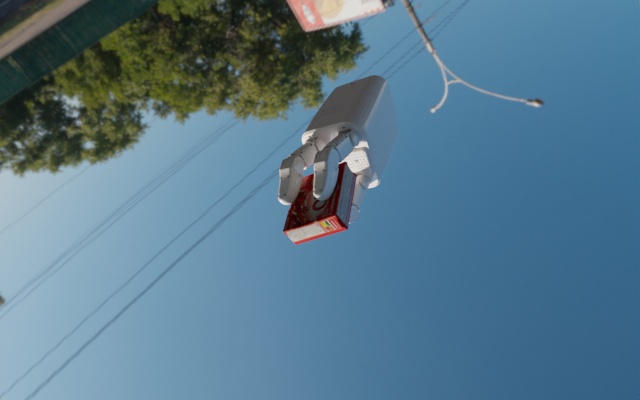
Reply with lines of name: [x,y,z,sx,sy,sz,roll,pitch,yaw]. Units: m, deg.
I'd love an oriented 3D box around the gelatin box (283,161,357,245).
gelatin box: [0.000,0.002,0.558,0.073,0.089,0.030,-18,-50,30]
